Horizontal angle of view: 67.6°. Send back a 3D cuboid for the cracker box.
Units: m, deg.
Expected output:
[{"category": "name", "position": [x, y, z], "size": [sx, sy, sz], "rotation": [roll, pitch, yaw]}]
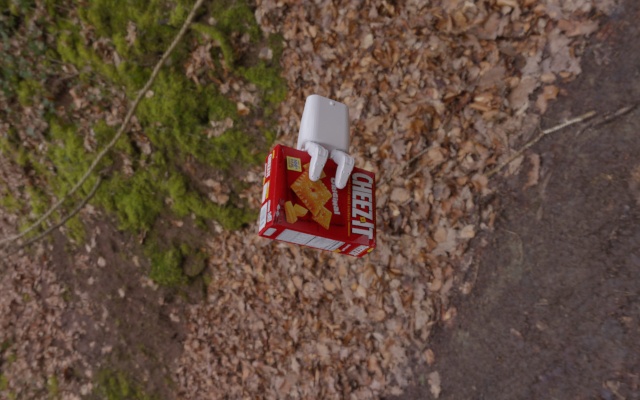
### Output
[{"category": "cracker box", "position": [0.000, 0.003, 0.894], "size": [0.214, 0.164, 0.072], "rotation": [14, -28, -23]}]
